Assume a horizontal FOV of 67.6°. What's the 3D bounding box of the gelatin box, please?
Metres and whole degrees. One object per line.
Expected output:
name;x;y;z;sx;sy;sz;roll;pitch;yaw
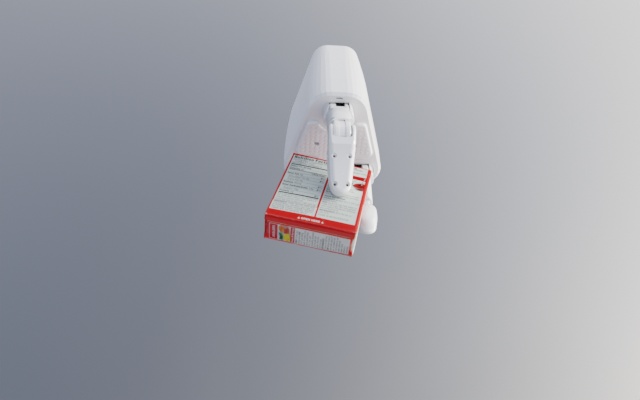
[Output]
gelatin box;0.000;0.001;0.401;0.073;0.030;0.089;12;40;6
